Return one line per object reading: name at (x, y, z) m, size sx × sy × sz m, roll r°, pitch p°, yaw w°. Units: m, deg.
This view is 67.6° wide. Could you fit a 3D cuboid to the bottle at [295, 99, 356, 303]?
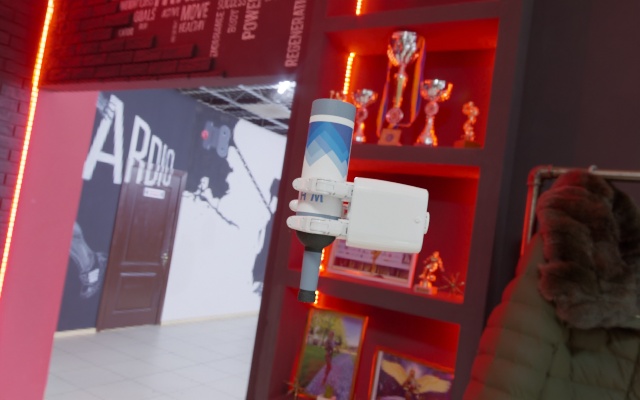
bottle at (0.000, 0.002, 0.708) m, size 0.069 × 0.295 × 0.069 m, roll 8°, pitch -4°, yaw 1°
